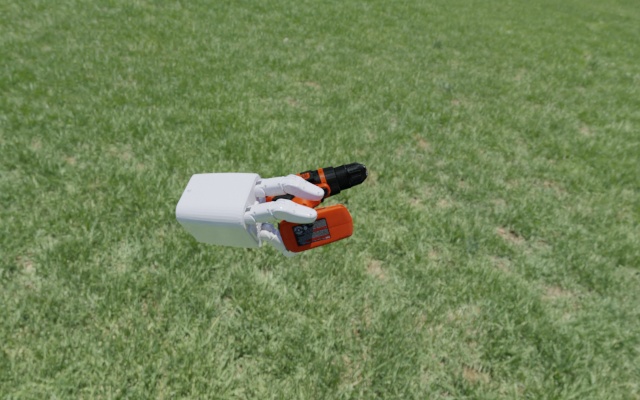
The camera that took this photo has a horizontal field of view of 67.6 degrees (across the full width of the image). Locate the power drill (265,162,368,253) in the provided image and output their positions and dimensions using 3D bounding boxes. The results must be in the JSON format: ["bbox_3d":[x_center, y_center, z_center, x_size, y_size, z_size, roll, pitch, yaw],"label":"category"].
[{"bbox_3d":[0.000,0.003,0.764,0.184,0.057,0.187,-18,24,1],"label":"power drill"}]
